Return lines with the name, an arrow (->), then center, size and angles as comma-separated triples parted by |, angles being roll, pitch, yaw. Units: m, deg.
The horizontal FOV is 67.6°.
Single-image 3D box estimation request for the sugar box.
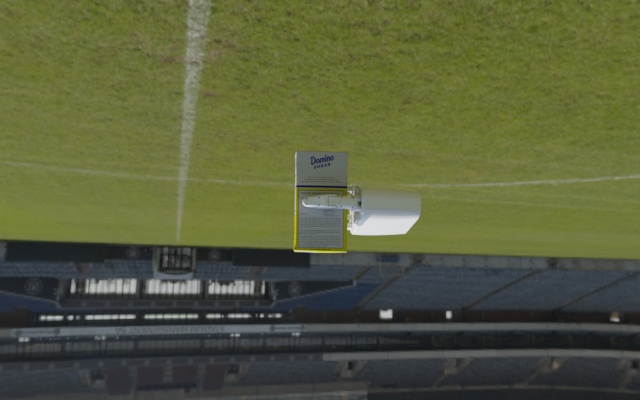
sugar box -> 0.000, 0.003, 0.842 | 0.093, 0.176, 0.048 | 2, -8, -5
